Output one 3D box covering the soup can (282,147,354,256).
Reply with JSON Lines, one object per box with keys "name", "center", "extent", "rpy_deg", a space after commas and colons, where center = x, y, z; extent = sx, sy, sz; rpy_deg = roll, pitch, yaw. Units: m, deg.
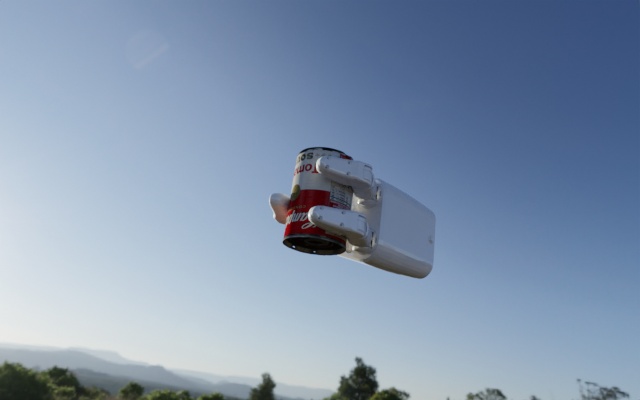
{"name": "soup can", "center": [0.000, 0.001, 0.518], "extent": [0.068, 0.102, 0.068], "rpy_deg": [7, -20, 3]}
